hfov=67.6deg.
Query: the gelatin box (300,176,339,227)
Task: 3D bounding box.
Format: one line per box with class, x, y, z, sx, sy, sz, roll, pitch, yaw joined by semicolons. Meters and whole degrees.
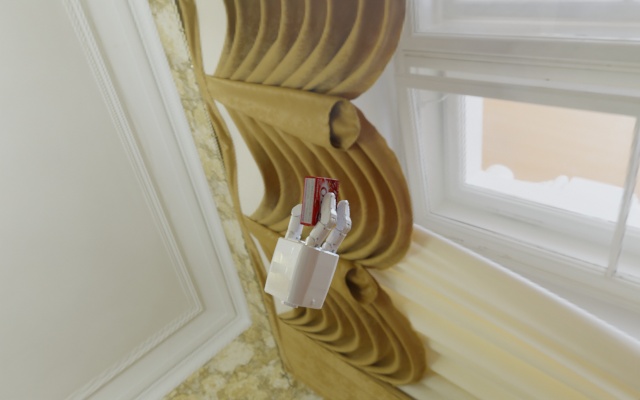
gelatin box;0.000;0.002;0.872;0.030;0.089;0.073;6;1;37
